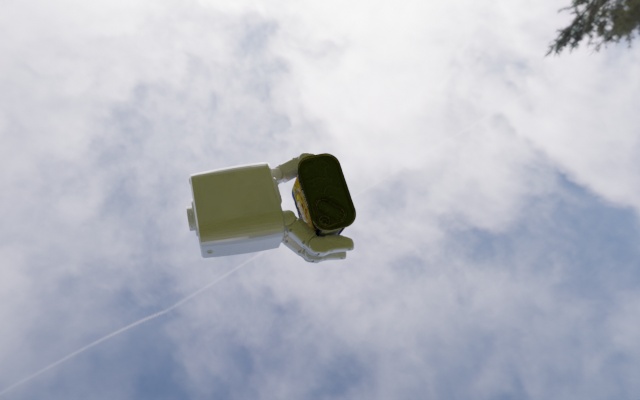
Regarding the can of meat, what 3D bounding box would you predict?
[{"bbox_3d":[0.000,0.002,0.632,0.057,0.102,0.084,-13,-17,-16],"label":"can of meat"}]
